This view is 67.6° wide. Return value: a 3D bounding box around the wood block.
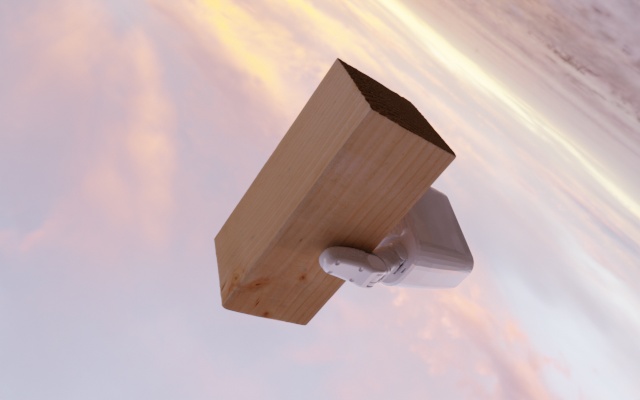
[{"bbox_3d":[0.000,0.002,0.406,0.090,0.206,0.090,21,29,-32],"label":"wood block"}]
